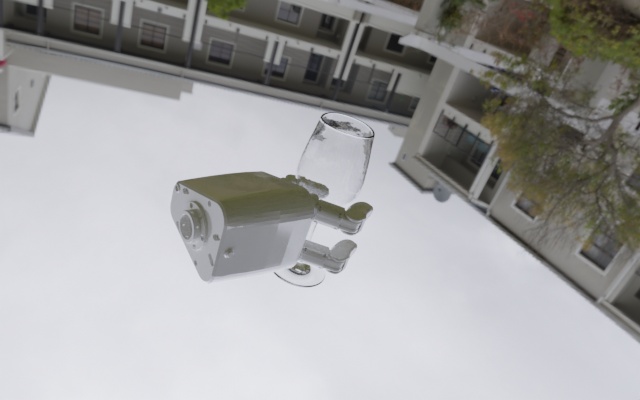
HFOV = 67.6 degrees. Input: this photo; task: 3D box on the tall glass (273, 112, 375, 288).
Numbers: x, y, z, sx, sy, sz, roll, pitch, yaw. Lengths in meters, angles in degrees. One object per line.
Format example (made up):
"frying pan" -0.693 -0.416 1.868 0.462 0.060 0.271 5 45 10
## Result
"tall glass" 0.000 0.002 0.558 0.079 0.201 0.079 16 27 -8
